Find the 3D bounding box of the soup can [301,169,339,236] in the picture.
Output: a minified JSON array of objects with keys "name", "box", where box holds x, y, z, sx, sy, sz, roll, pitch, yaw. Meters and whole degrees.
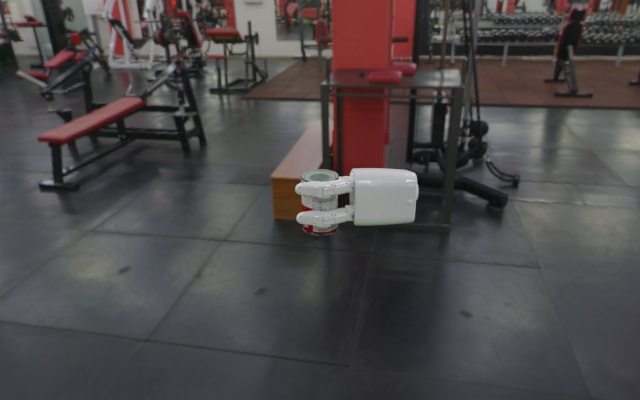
[{"name":"soup can","box":[0.000,0.002,0.856,0.068,0.102,0.068,-1,24,0]}]
